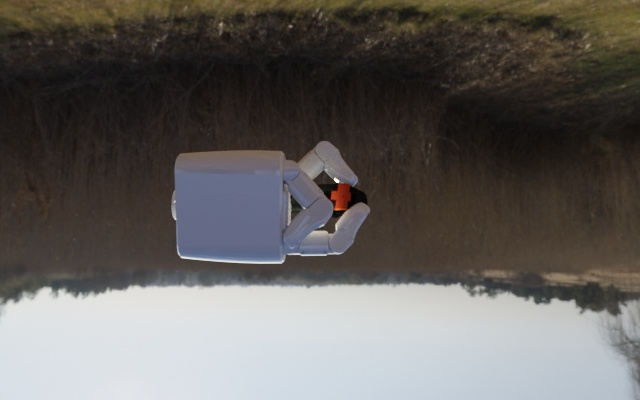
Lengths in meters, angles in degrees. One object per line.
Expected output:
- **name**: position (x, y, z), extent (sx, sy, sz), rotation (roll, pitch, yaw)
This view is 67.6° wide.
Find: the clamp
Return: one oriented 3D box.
- **clamp**: position (0.000, 0.002, 0.573), extent (0.120, 0.039, 0.171), rotation (0, -9, 0)
